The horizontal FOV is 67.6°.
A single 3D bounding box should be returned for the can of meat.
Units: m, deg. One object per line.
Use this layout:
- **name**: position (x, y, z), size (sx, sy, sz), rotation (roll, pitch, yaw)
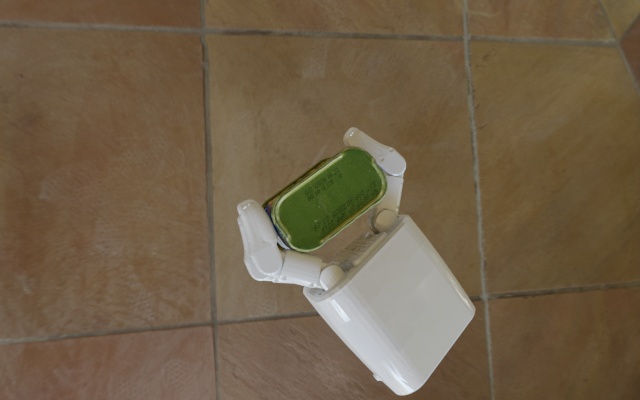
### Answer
- **can of meat**: position (0.000, 0.001, 0.411), size (0.102, 0.057, 0.084), rotation (-37, 4, -12)
